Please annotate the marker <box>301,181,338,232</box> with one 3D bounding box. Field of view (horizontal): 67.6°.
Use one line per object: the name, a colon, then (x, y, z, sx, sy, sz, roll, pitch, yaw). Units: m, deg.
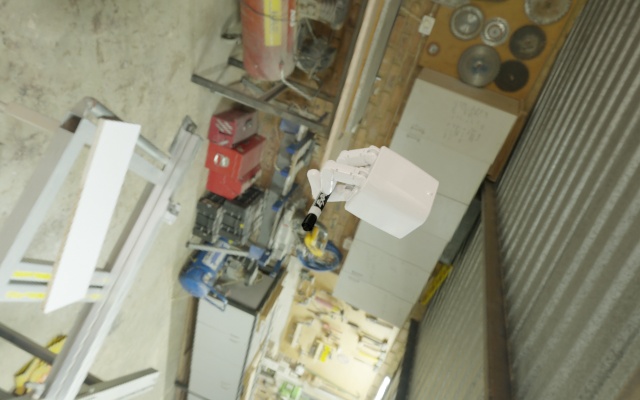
marker: (0.000, 0.002, 0.744, 0.020, 0.020, 0.121, 0, 42, 30)
